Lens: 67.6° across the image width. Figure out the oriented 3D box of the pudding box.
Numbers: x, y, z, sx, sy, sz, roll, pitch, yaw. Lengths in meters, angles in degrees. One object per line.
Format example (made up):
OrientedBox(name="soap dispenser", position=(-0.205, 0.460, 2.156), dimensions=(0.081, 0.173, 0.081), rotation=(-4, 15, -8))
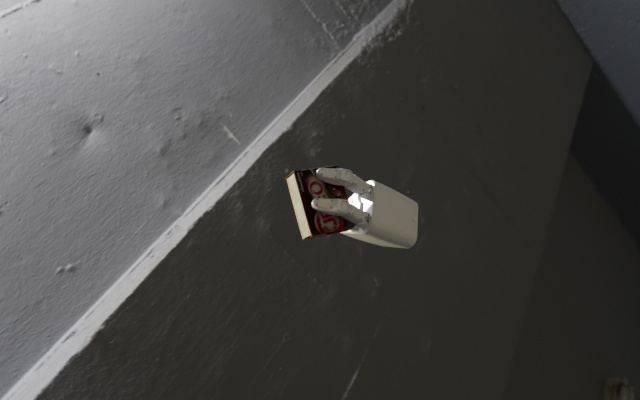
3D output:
OrientedBox(name="pudding box", position=(0.000, 0.003, 0.796), dimensions=(0.090, 0.113, 0.039), rotation=(-10, -13, -34))
